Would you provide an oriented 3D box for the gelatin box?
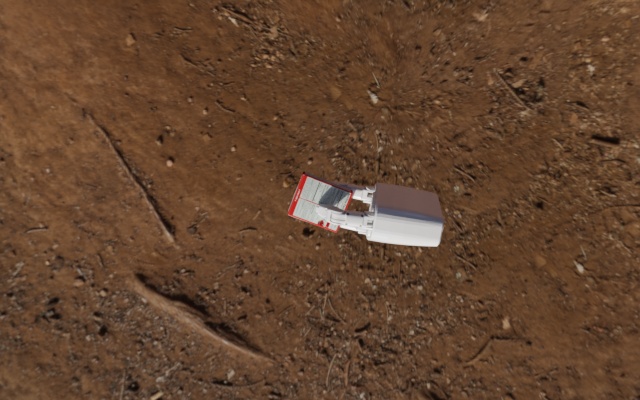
[{"bbox_3d":[0.000,0.003,0.783,0.089,0.073,0.030,20,13,-6],"label":"gelatin box"}]
